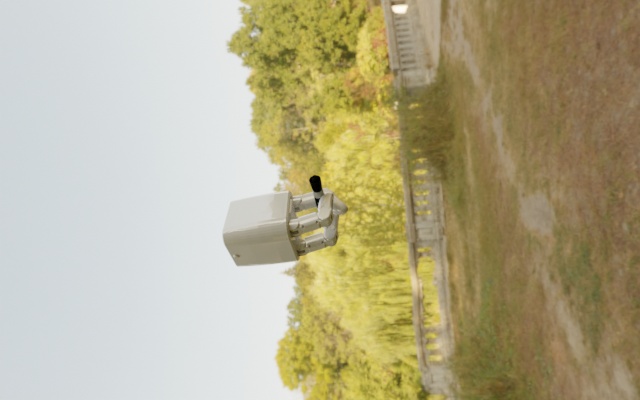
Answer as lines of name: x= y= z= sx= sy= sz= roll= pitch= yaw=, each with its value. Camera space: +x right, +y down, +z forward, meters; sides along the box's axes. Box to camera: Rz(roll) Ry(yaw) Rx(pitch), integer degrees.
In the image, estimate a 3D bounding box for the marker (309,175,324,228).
marker: x=0.000 y=0.003 z=0.781 sx=0.020 sy=0.020 sz=0.121 roll=0 pitch=-40 yaw=12
